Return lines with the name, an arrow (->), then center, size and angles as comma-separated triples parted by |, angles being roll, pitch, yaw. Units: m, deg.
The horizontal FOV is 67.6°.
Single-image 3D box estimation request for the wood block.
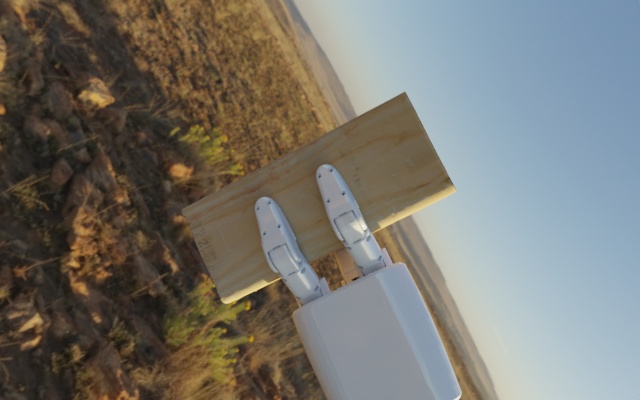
wood block -> 0.000, 0.002, 0.421 | 0.206, 0.090, 0.091 | -27, -6, 8
